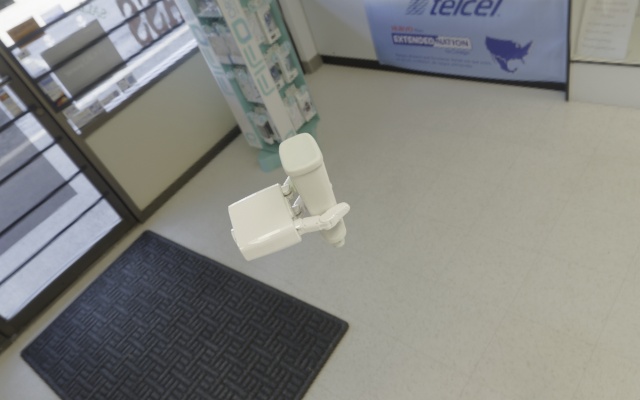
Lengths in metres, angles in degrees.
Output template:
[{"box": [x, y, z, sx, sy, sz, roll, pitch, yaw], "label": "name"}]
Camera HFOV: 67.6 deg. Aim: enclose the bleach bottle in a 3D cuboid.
[{"box": [0.000, 0.003, 0.878, 0.068, 0.251, 0.102, -23, 40, 1], "label": "bleach bottle"}]
